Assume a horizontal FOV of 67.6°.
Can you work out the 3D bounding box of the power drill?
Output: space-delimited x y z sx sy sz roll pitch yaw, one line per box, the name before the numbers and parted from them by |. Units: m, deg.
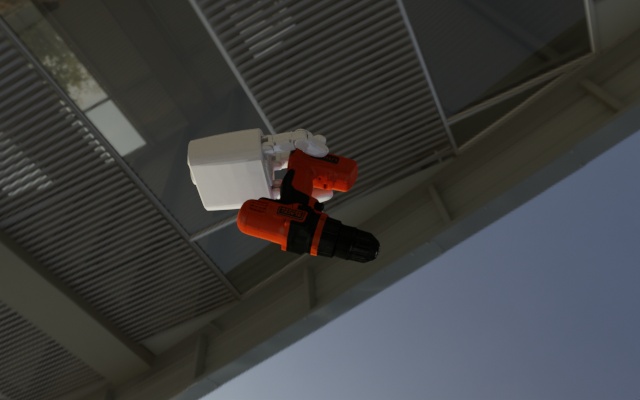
power drill | 0.000 0.002 0.657 0.184 0.057 0.187 16 35 4
